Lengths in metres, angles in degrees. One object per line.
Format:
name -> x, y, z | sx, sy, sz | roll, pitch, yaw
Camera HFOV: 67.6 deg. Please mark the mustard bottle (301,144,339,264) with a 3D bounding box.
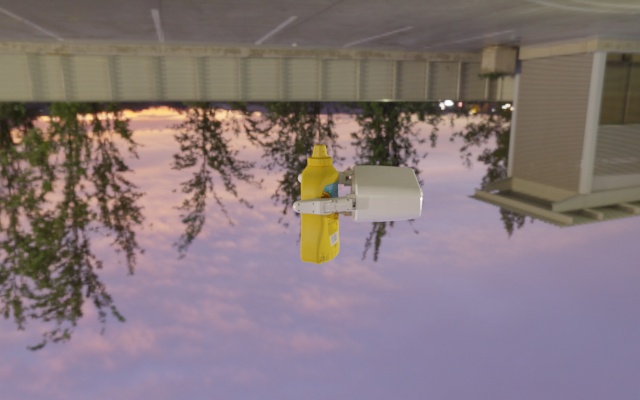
mustard bottle -> 0.000, 0.003, 0.800 | 0.058, 0.192, 0.096 | 6, 14, 24
